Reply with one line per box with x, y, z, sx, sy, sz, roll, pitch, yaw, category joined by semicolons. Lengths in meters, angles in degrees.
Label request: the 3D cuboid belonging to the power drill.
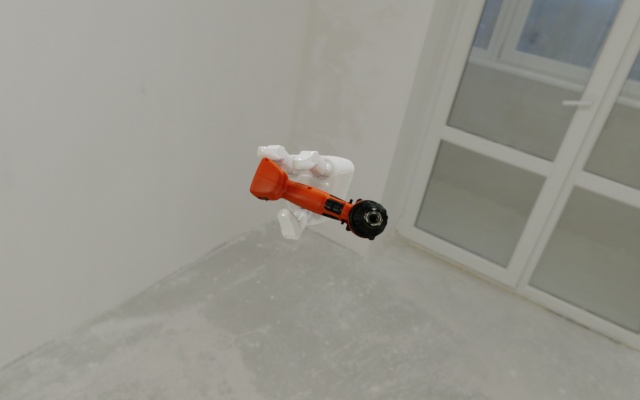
0.000;0.002;0.659;0.187;0.057;0.184;23;-5;1;power drill
